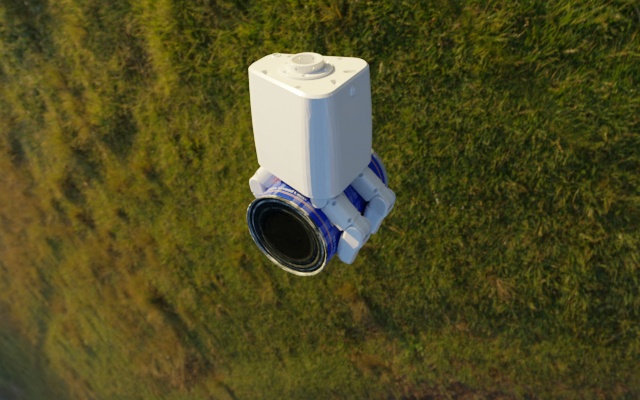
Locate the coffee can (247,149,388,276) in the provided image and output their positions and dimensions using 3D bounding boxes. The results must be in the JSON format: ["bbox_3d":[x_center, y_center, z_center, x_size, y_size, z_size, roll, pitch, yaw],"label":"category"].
[{"bbox_3d":[0.000,0.002,0.542,0.103,0.103,0.140,0,32,39],"label":"coffee can"}]
